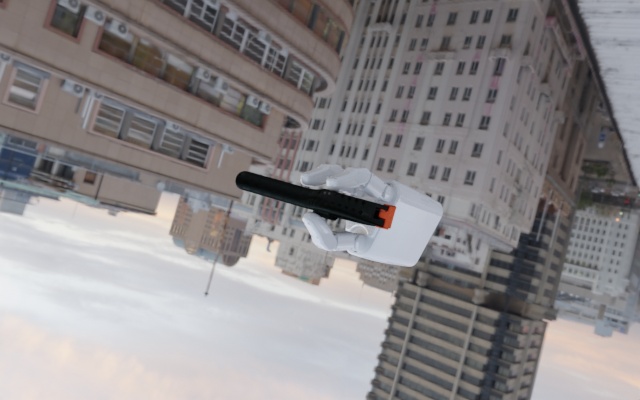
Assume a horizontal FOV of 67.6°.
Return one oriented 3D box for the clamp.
[{"bbox_3d":[0.000,0.003,0.605,0.164,0.036,0.210,19,-5,-38],"label":"clamp"}]
